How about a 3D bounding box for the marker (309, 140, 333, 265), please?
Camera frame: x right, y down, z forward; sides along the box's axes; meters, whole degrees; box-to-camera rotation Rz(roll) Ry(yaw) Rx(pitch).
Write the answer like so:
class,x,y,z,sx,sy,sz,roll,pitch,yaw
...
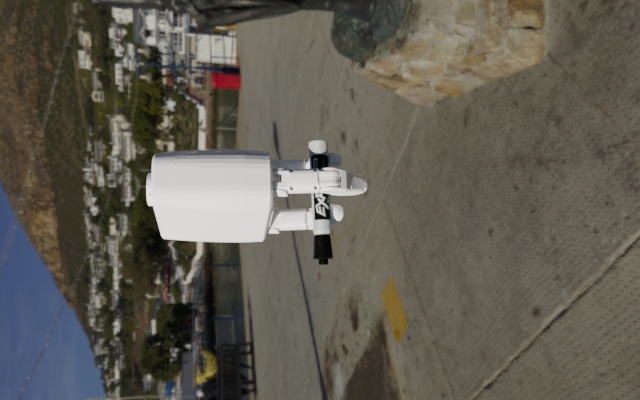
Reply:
class,x,y,z,sx,sy,sz,roll,pitch,yaw
marker,0.000,0.002,0.463,0.020,0.121,0.020,-2,-10,0
